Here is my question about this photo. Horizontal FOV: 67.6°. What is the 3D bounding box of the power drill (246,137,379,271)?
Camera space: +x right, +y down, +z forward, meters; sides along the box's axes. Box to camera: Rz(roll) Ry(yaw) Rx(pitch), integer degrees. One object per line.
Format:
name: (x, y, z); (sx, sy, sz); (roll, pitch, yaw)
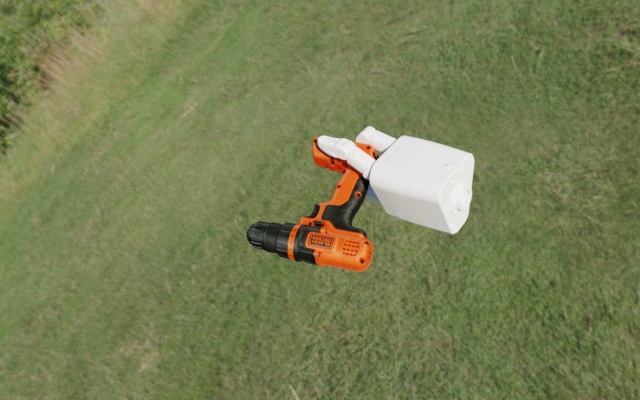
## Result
power drill: (0.000, 0.002, 0.692); (0.184, 0.187, 0.057); (10, -22, 17)
